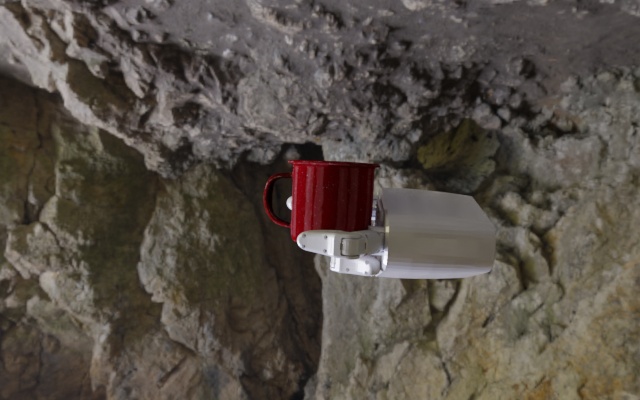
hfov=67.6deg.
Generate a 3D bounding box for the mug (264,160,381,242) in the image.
[{"bbox_3d":[-0.001,0.002,0.485,0.117,0.081,0.093,3,3,2],"label":"mug"}]
